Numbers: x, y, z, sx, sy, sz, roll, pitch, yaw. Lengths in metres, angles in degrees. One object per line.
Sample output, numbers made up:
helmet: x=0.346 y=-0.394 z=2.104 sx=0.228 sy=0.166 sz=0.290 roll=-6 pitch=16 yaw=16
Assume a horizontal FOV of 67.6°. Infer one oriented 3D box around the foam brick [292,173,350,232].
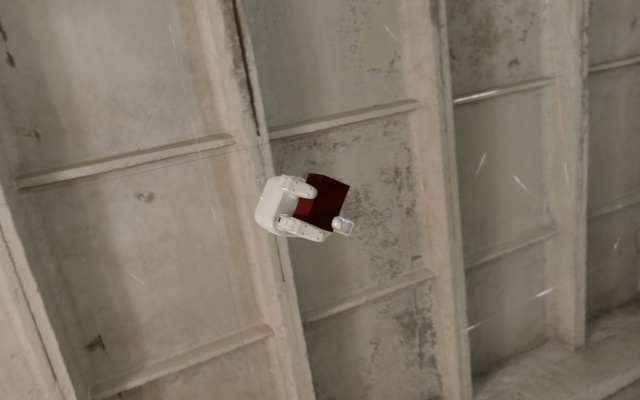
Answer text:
foam brick: x=0.000 y=0.002 z=0.738 sx=0.053 sy=0.078 sz=0.051 roll=24 pitch=-5 yaw=-27
